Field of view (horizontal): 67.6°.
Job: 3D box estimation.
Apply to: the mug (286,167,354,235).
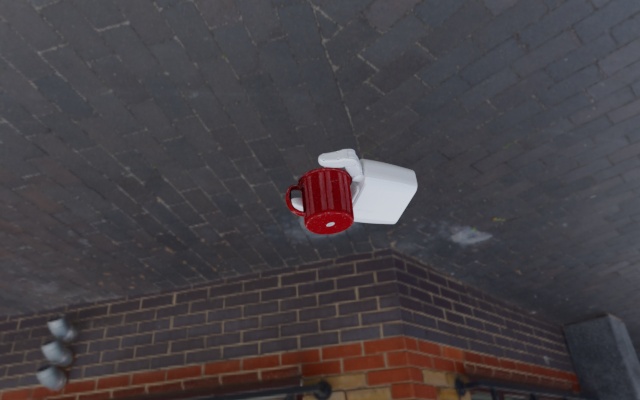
[{"bbox_3d":[-0.001,0.003,0.782,0.117,0.081,0.093,7,-32,-21],"label":"mug"}]
